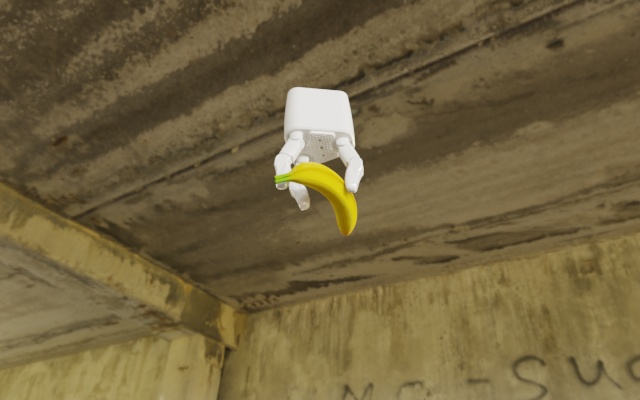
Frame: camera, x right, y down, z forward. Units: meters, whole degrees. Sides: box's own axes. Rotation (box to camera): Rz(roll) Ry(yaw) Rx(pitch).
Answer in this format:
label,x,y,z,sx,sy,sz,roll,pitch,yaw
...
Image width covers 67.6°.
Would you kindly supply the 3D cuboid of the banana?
label,x,y,z,sx,sy,sz,roll,pitch,yaw
banana,0.013,-0.007,0.743,0.069,0.037,0.198,-28,-43,23
